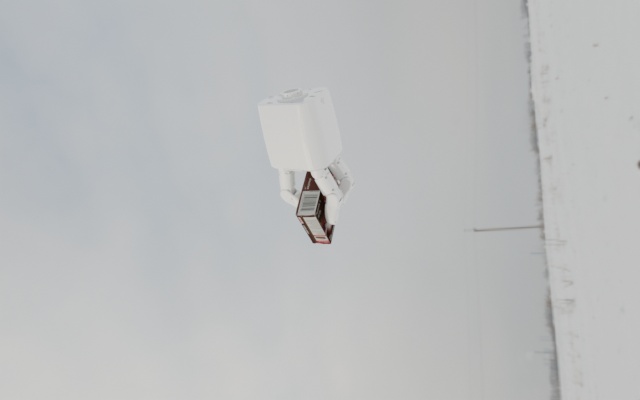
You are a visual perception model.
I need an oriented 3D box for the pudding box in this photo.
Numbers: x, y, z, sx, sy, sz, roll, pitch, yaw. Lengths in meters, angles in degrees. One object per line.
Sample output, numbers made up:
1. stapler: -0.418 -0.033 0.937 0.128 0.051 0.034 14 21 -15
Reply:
1. pudding box: 0.000 0.003 0.796 0.039 0.113 0.090 1 -35 23
